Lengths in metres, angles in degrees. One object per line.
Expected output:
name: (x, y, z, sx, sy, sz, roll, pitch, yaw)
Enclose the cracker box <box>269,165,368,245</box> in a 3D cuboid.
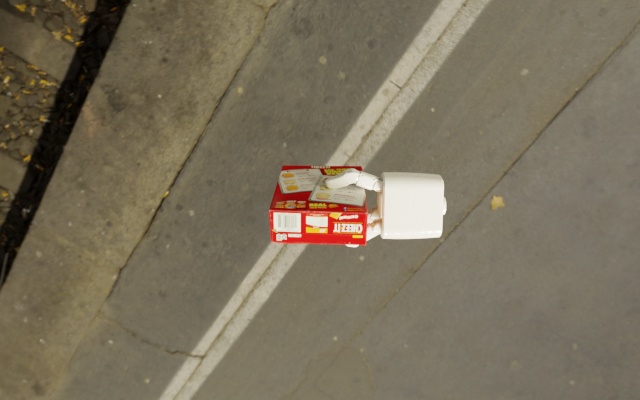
cracker box: (0.000, 0.003, 0.881, 0.164, 0.072, 0.213, 1, 24, 2)
